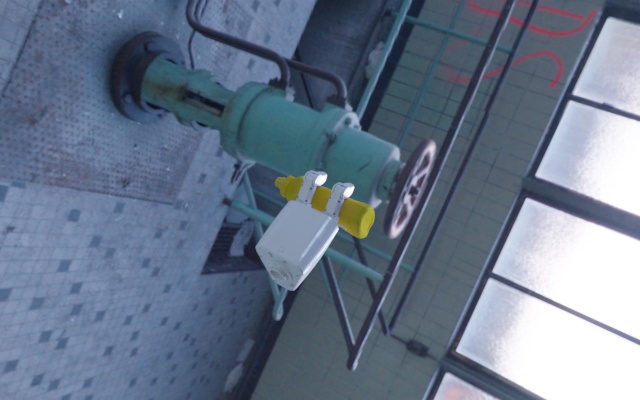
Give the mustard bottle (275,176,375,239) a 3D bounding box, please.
[{"bbox_3d":[0.001,0.003,0.860,0.191,0.058,0.096,25,-9,19],"label":"mustard bottle"}]
